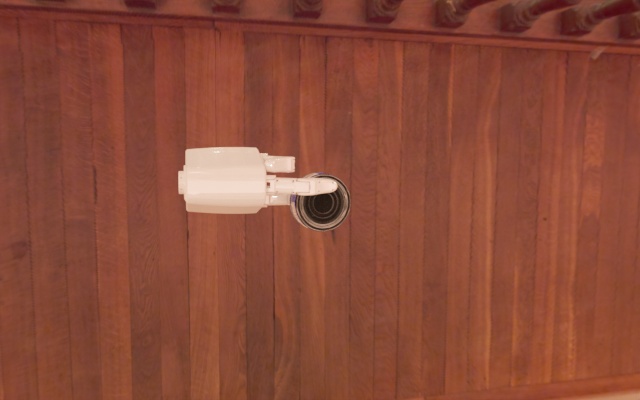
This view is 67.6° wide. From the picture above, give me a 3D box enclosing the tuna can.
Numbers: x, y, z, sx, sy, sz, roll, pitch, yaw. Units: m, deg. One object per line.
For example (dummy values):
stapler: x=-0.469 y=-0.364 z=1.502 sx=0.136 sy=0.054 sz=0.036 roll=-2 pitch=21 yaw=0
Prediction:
tuna can: x=0.000 y=0.002 z=0.699 sx=0.086 sy=0.086 sz=0.034 roll=0 pitch=5 yaw=-18
